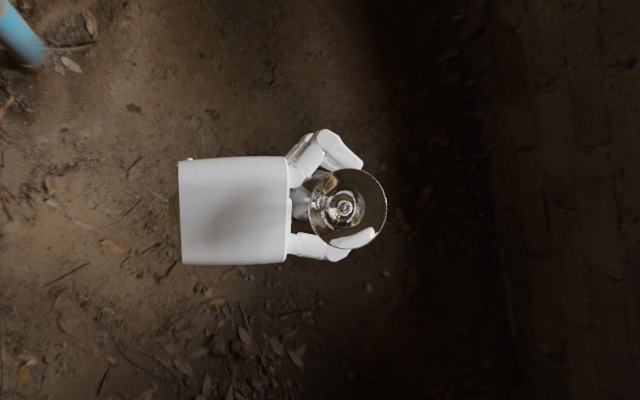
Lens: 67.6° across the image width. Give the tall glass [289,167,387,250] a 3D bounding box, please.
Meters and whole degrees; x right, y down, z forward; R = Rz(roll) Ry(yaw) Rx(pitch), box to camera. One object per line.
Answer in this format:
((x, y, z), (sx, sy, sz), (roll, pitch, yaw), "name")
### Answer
((0.000, 0.002, 0.525), (0.079, 0.079, 0.201), (0, 3, -14), "tall glass")
